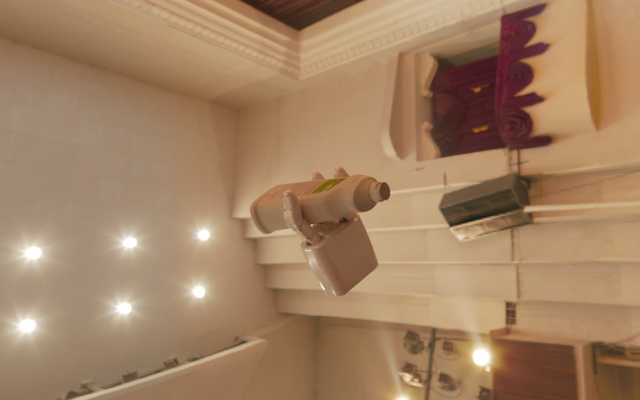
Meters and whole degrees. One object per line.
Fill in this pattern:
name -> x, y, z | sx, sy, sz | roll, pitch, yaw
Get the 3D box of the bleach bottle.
bleach bottle -> 0.000, 0.003, 0.791 | 0.251, 0.068, 0.102 | -7, 26, 43
